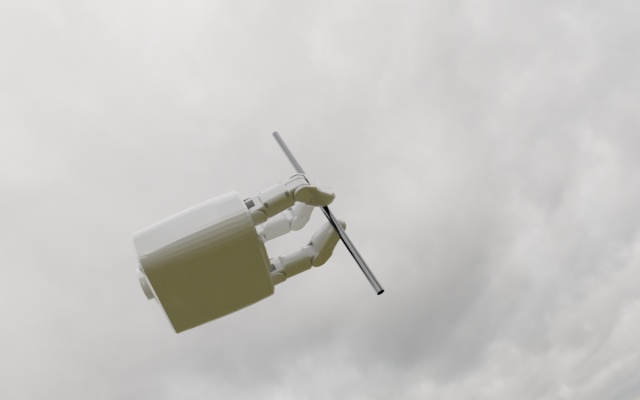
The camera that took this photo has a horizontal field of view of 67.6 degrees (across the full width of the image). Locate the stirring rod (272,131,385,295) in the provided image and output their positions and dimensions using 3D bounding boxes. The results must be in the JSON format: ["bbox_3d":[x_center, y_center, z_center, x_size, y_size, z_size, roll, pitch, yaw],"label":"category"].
[{"bbox_3d":[0.000,0.002,0.499,0.011,0.011,0.239,0,42,-38],"label":"stirring rod"}]
